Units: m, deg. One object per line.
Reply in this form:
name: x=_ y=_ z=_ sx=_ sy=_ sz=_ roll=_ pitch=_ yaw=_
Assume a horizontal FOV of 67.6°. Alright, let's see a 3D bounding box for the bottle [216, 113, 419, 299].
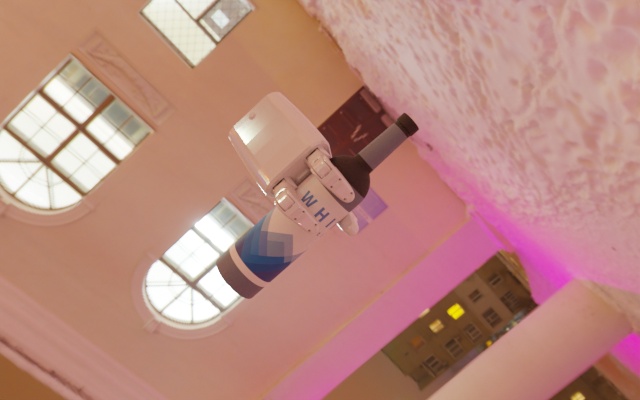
bottle: x=0.000 y=0.002 z=0.588 sx=0.296 sy=0.069 sz=0.069 roll=-42 pitch=-6 yaw=7
